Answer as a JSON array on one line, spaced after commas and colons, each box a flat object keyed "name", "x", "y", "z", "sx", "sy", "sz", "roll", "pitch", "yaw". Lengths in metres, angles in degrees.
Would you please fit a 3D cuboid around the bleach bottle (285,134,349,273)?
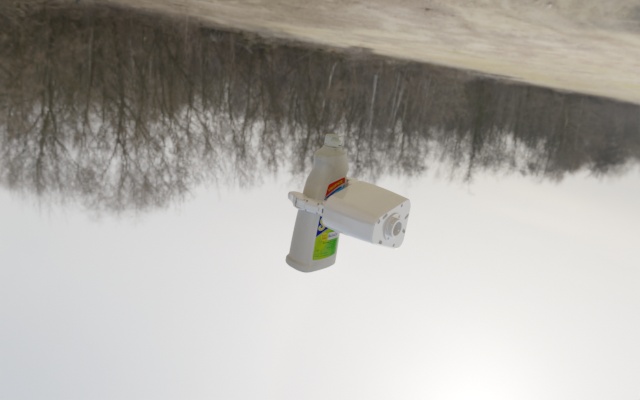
[{"name": "bleach bottle", "x": 0.000, "y": 0.003, "z": 0.888, "sx": 0.068, "sy": 0.251, "sz": 0.102, "roll": 22, "pitch": 21, "yaw": 40}]
